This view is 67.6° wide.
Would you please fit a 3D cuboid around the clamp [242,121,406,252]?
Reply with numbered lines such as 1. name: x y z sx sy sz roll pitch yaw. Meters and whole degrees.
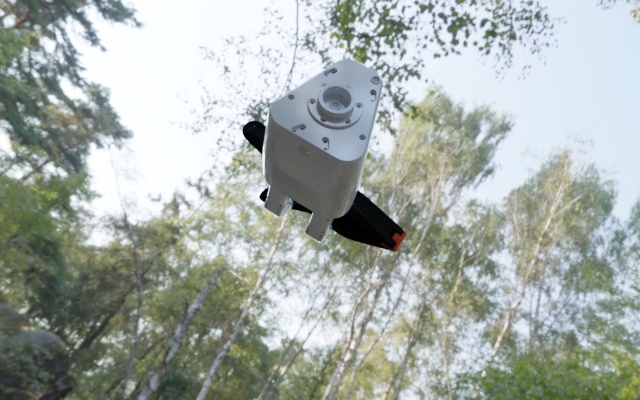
1. clamp: 0.001 0.001 0.569 0.210 0.036 0.165 31 -22 8
